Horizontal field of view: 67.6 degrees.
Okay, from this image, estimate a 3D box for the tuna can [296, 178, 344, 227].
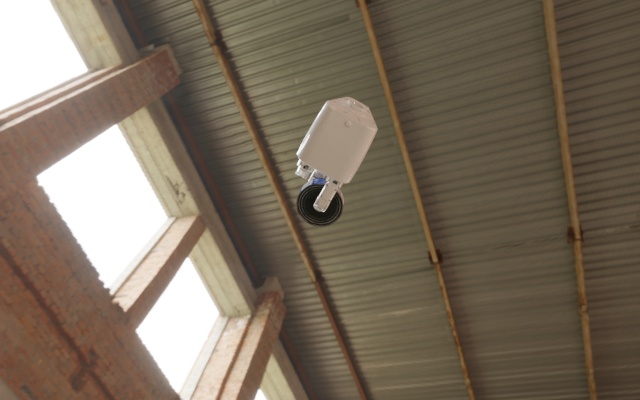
[{"bbox_3d":[0.000,0.003,0.877,0.086,0.086,0.033,0,24,8],"label":"tuna can"}]
